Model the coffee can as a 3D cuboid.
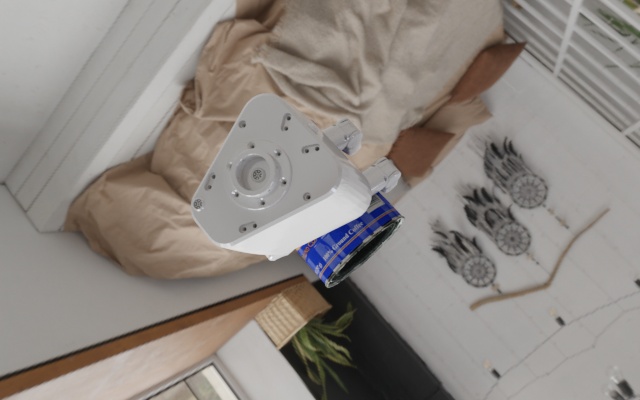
[{"bbox_3d":[0.000,0.002,0.485,0.103,0.140,0.103,-38,-16,-13],"label":"coffee can"}]
